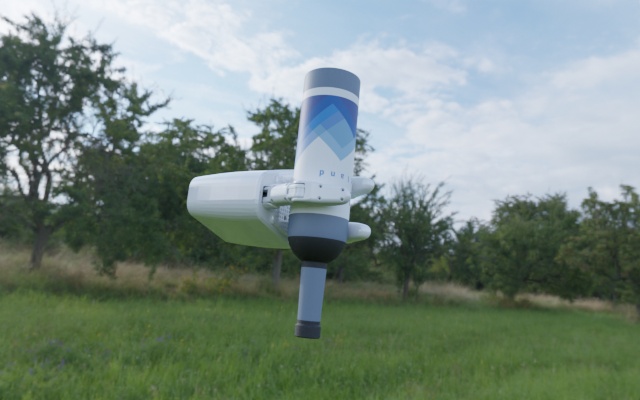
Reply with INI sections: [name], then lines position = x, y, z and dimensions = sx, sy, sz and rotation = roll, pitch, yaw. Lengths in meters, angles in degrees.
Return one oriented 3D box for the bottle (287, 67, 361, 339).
[bottle]
position = 0.000, 0.001, 0.535
dimensions = 0.069, 0.295, 0.069
rotation = 5, -11, 1
